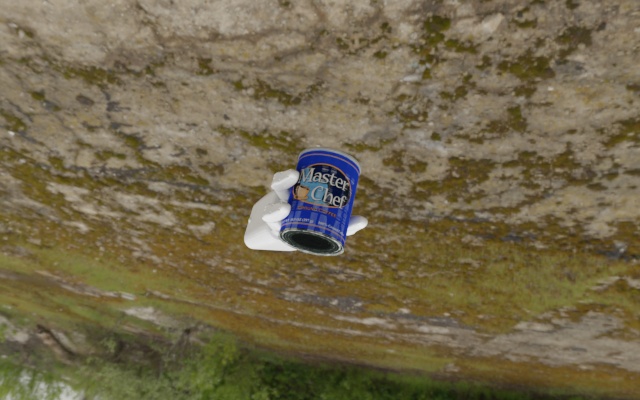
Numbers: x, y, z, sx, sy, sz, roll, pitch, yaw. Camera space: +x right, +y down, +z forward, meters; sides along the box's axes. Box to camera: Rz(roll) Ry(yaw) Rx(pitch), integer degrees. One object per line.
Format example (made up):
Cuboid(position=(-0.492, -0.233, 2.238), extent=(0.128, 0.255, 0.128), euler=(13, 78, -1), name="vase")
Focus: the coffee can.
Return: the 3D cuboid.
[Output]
Cuboid(position=(0.000, 0.002, 0.742), extent=(0.103, 0.140, 0.103), euler=(11, -23, 5), name="coffee can")
